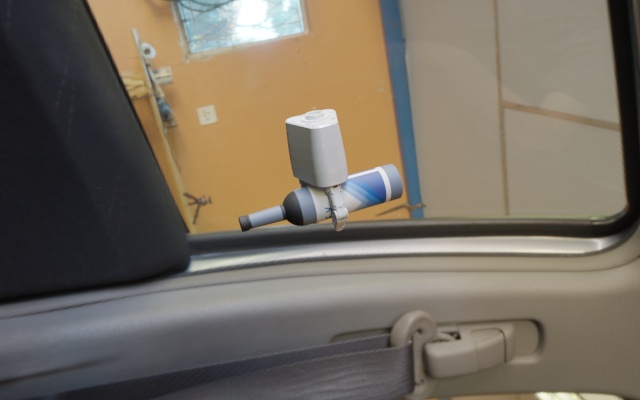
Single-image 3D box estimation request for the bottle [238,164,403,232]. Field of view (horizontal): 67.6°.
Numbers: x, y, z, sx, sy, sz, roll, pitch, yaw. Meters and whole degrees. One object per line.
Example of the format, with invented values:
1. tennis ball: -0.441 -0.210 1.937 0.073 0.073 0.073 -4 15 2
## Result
1. bottle: 0.000 0.003 0.854 0.295 0.069 0.069 -16 4 -13
